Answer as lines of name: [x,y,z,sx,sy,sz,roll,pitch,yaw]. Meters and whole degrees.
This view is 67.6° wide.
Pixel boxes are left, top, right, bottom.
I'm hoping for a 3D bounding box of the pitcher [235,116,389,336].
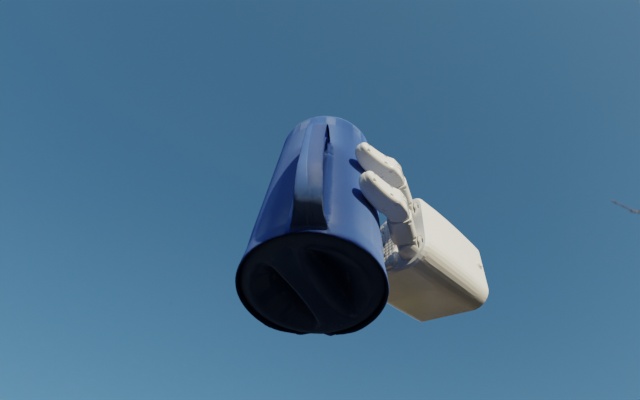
pitcher: [0.000,0.002,0.497,0.145,0.242,0.149,37,-59,-21]
